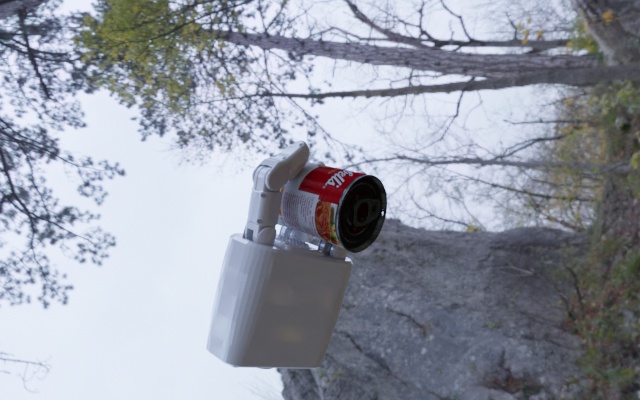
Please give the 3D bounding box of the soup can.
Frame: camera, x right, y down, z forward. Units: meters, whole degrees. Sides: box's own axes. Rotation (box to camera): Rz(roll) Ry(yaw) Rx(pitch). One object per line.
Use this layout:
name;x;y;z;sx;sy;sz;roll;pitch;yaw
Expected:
soup can;0.000;0.001;0.437;0.102;0.068;0.068;16;10;41
